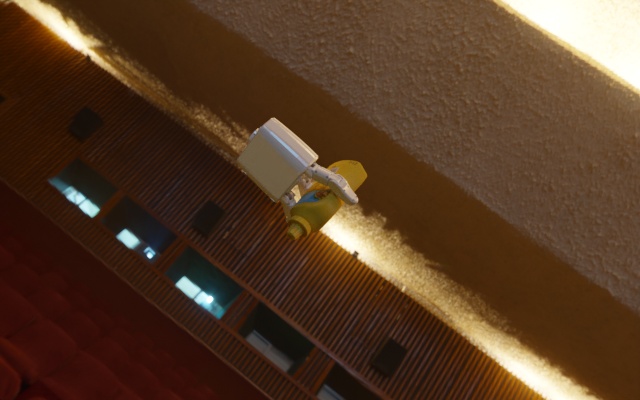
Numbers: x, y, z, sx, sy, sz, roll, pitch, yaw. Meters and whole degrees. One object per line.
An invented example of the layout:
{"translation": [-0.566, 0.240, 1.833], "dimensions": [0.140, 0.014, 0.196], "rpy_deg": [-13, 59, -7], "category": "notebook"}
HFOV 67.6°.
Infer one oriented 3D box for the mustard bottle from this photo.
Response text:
{"translation": [0.000, 0.003, 0.850], "dimensions": [0.096, 0.058, 0.191], "rpy_deg": [-9, 30, 45], "category": "mustard bottle"}
